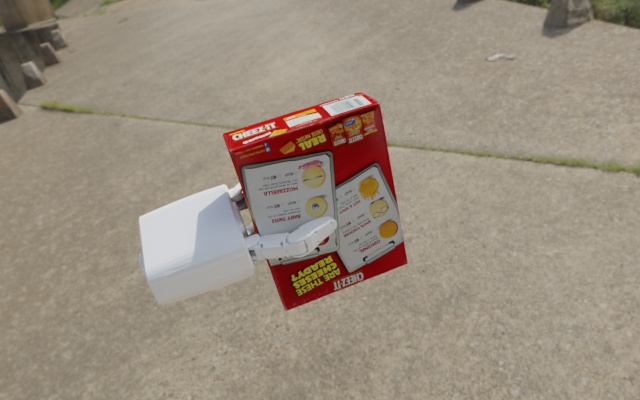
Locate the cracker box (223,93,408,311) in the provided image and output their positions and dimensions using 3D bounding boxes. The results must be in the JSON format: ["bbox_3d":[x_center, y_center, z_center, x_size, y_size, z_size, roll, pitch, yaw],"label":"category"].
[{"bbox_3d":[0.000,0.002,0.553,0.164,0.214,0.072,-20,29,-8],"label":"cracker box"}]
